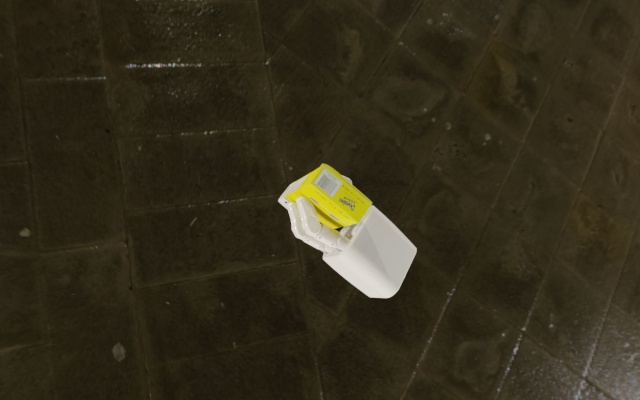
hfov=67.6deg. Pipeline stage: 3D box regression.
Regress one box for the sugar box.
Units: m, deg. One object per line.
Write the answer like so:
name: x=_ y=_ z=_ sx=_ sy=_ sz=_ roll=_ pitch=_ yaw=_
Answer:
sugar box: x=0.000 y=0.003 z=0.749 sx=0.093 sy=0.048 sz=0.176 roll=40 pitch=-21 yaw=-9
